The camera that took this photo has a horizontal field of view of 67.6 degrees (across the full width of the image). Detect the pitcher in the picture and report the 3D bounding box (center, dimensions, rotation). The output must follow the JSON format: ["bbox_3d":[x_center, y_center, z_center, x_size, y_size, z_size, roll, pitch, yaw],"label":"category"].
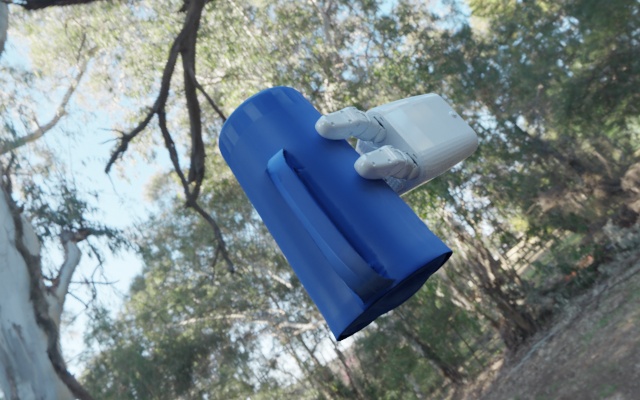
[{"bbox_3d":[0.000,0.001,0.464,0.145,0.242,0.149,-24,-24,-34],"label":"pitcher"}]
